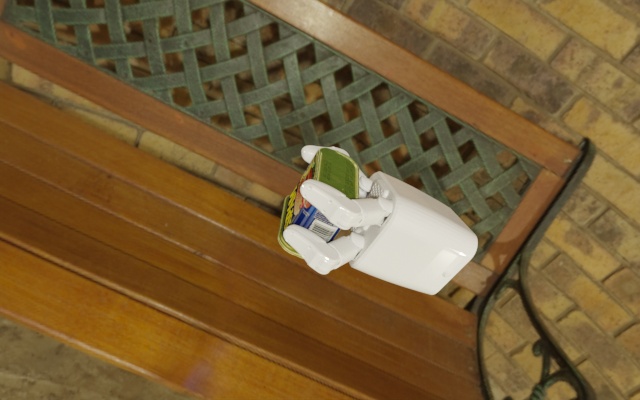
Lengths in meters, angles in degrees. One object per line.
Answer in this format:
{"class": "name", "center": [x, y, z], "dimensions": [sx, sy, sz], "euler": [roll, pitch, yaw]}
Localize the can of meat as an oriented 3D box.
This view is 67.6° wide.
{"class": "can of meat", "center": [0.000, 0.001, 0.521], "dimensions": [0.057, 0.084, 0.102], "euler": [25, 34, -14]}
